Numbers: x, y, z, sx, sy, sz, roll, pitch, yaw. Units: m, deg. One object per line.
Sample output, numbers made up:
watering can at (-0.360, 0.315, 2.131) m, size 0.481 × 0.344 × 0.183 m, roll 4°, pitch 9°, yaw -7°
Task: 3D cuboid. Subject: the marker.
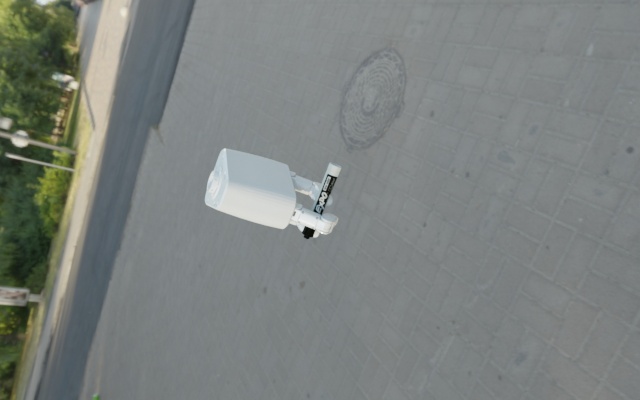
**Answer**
marker at (0.000, 0.002, 0.713) m, size 0.020 × 0.121 × 0.020 m, roll 21°, pitch 13°, yaw -5°
